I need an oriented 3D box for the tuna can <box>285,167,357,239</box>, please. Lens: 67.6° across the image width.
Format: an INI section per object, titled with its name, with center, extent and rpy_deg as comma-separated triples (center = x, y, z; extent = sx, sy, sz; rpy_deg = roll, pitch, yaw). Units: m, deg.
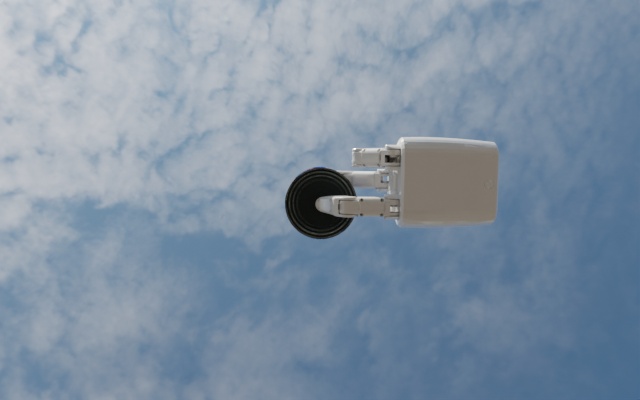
[tuna can]
center = 0.000, 0.002, 0.580
extent = 0.086, 0.086, 0.033
rpy_deg = 0, 7, -3
